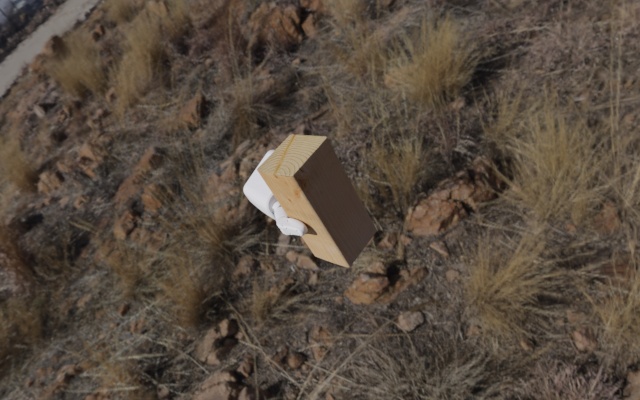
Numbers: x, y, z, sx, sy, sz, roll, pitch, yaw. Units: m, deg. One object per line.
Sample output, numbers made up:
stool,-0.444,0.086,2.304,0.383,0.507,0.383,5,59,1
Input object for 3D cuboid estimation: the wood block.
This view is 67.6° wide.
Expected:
wood block,0.000,0.003,0.779,0.090,0.206,0.090,12,54,46
